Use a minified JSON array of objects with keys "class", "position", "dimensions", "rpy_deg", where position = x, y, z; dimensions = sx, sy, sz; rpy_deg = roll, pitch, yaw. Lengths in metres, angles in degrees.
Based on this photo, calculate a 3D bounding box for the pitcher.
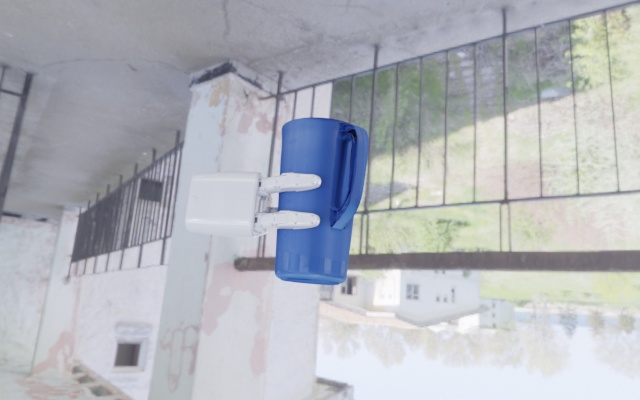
[{"class":"pitcher","position":[0.000,0.002,0.727],"dimensions":[0.145,0.242,0.149],"rpy_deg":[2,-13,10]}]
